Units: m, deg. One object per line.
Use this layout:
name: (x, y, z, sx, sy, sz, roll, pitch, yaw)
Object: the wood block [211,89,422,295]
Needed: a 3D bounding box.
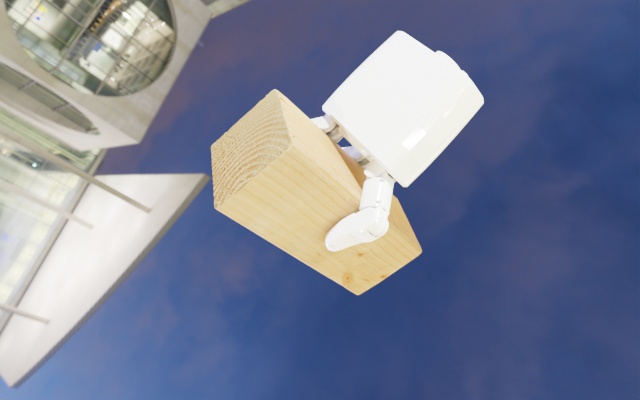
wood block: (0.001, 0.002, 0.474, 0.090, 0.090, 0.206, -37, -49, 19)
